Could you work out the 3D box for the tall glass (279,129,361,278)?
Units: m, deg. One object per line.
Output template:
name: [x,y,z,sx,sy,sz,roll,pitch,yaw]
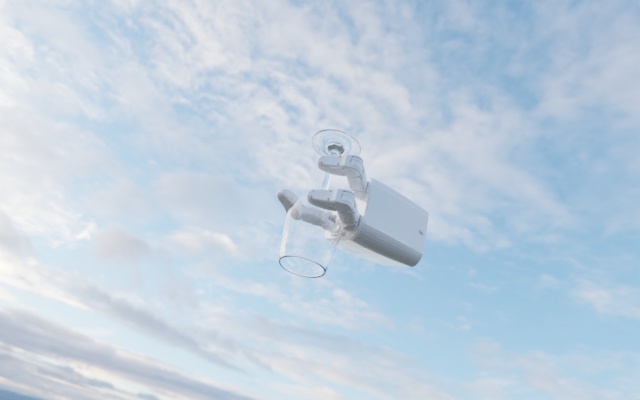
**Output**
tall glass: [0.000,0.002,0.653,0.079,0.201,0.079,12,-31,7]
